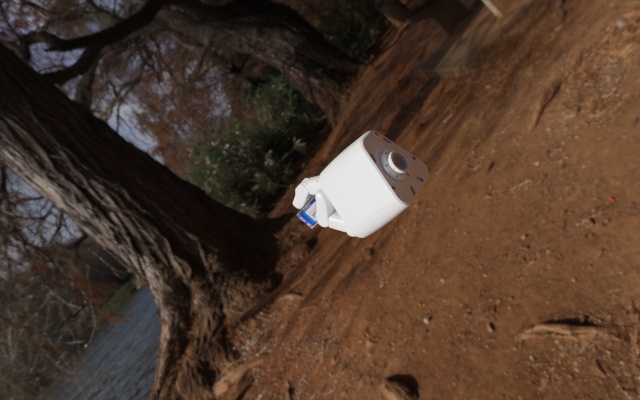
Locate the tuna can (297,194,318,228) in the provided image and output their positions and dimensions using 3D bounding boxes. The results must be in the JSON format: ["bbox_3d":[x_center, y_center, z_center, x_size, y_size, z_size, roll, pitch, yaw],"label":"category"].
[{"bbox_3d":[0.000,0.002,0.777,0.034,0.086,0.086,40,-4,-4],"label":"tuna can"}]
